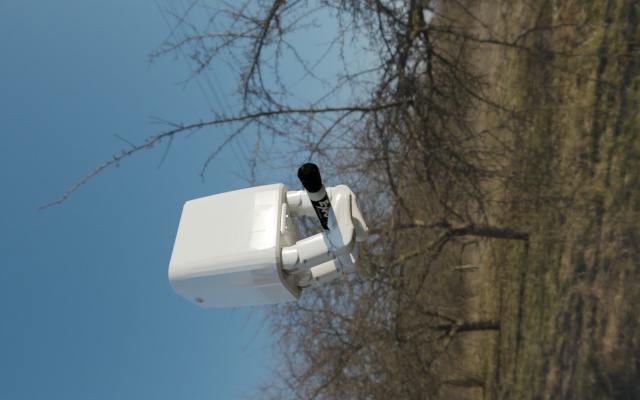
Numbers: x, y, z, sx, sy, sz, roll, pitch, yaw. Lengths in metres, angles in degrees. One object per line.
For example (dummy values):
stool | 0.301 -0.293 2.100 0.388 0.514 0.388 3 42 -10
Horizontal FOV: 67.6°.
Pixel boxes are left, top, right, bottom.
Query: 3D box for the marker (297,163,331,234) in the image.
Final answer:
marker | 0.000 0.001 0.441 0.020 0.020 0.121 0 -27 12
